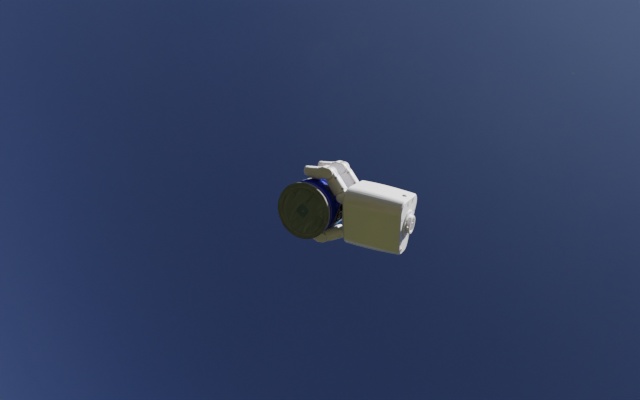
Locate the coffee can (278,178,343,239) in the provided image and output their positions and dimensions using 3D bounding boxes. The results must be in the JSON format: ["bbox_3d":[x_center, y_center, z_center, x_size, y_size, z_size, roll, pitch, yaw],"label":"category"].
[{"bbox_3d":[0.000,0.003,0.892,0.103,0.103,0.140,0,13,28],"label":"coffee can"}]
